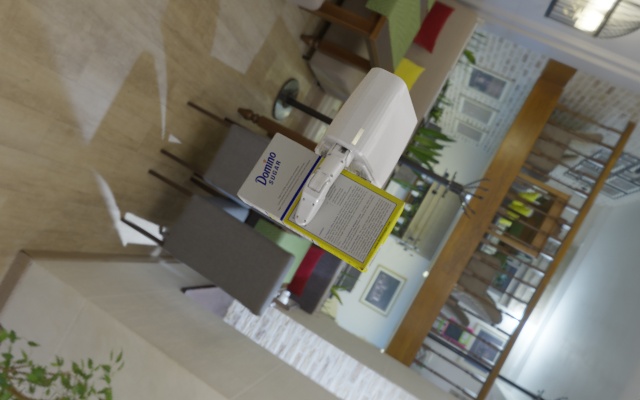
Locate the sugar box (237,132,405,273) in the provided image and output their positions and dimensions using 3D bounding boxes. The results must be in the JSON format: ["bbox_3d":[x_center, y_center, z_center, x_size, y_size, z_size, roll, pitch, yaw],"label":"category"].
[{"bbox_3d":[0.000,0.002,0.568,0.176,0.093,0.048,30,-9,14],"label":"sugar box"}]
